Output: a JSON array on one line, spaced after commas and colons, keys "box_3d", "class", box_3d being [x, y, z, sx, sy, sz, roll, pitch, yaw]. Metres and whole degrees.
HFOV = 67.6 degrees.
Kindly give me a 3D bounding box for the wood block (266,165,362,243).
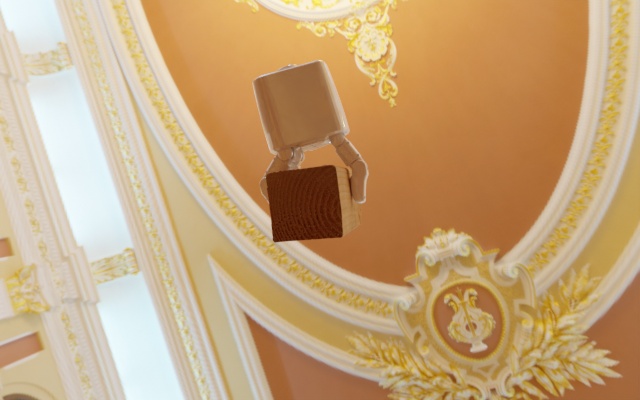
[{"box_3d": [0.000, 0.002, 0.679, 0.091, 0.090, 0.206, -6, 1, 12], "class": "wood block"}]
